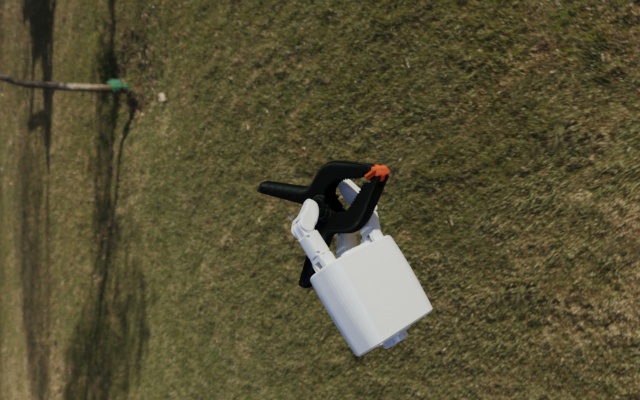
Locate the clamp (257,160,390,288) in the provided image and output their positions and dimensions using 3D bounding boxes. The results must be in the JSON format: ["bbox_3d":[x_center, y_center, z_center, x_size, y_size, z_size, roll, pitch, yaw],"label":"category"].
[{"bbox_3d":[0.000,0.002,0.627,0.036,0.164,0.210,-14,-22,-49],"label":"clamp"}]
